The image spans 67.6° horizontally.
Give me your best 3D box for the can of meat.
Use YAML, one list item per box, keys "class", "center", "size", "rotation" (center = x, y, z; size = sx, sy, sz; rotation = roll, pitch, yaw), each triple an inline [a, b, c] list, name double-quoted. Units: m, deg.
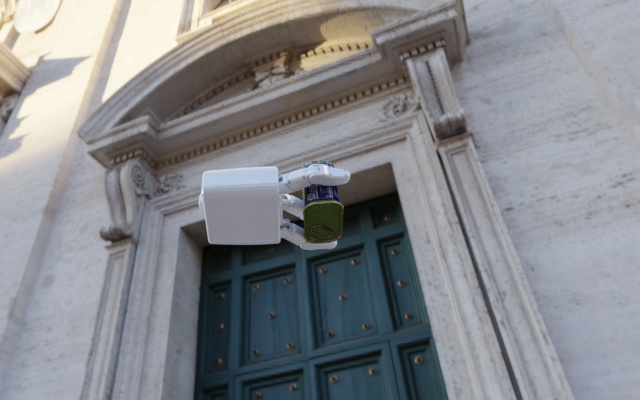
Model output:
- class: "can of meat"
  center: [0.000, 0.002, 0.720]
  size: [0.057, 0.084, 0.102]
  rotation: [-5, -38, -3]
